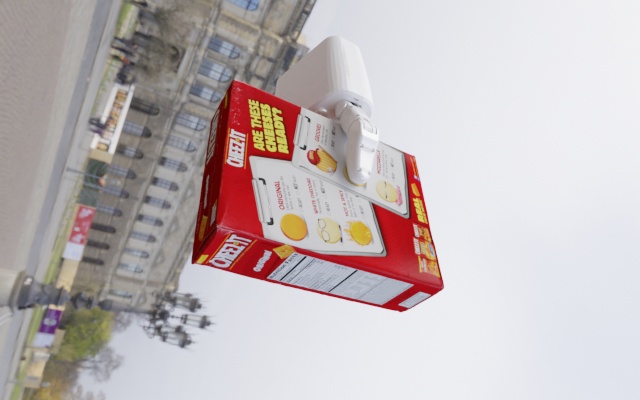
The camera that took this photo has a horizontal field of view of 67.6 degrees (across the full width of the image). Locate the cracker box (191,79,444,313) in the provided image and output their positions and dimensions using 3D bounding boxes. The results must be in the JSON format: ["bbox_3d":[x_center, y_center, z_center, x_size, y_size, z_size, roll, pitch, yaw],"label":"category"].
[{"bbox_3d":[0.000,0.001,0.445,0.214,0.164,0.072,18,-42,-25],"label":"cracker box"}]
